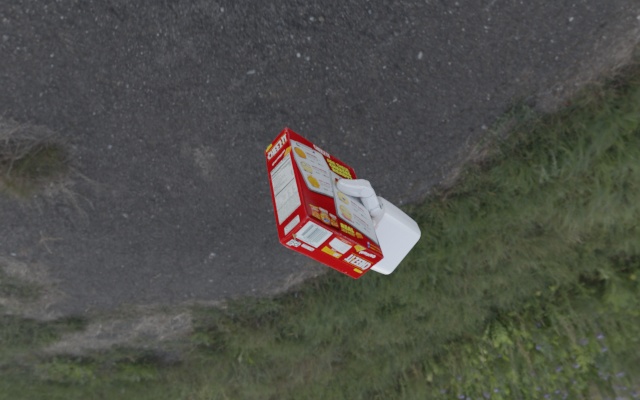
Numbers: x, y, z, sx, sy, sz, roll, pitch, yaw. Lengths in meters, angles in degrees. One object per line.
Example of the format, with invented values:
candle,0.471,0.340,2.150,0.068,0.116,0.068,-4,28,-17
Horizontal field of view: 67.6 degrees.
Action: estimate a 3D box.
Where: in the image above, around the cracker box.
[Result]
cracker box,0.000,0.003,0.765,0.164,0.213,0.072,29,-60,-35
